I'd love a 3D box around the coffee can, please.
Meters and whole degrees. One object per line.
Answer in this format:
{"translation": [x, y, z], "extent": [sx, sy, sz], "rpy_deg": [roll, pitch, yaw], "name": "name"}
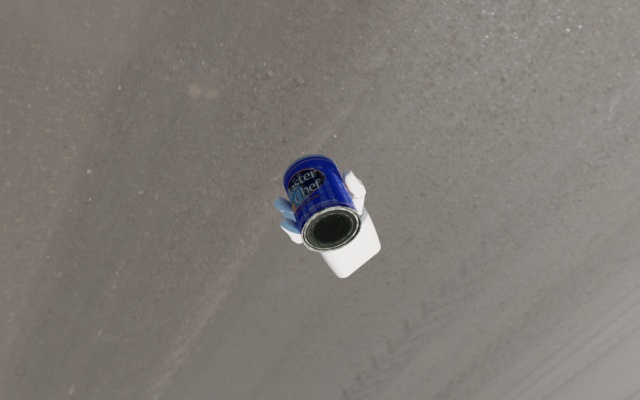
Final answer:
{"translation": [0.000, 0.002, 0.813], "extent": [0.103, 0.103, 0.140], "rpy_deg": [0, 41, -20], "name": "coffee can"}
